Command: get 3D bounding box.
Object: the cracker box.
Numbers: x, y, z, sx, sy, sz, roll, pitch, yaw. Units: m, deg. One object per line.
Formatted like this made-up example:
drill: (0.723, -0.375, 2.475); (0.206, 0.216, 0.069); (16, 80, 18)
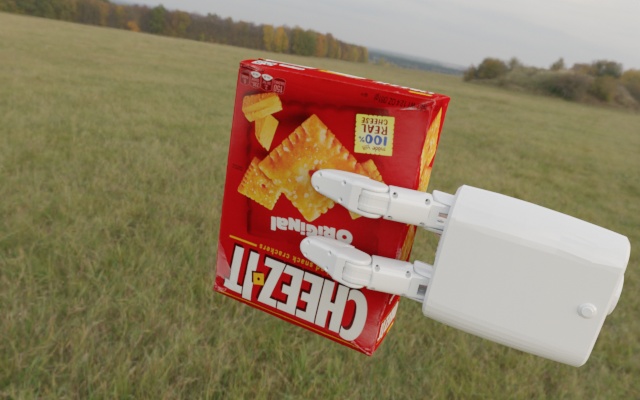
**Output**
cracker box: (0.000, 0.001, 0.408); (0.164, 0.214, 0.072); (18, 19, 21)
